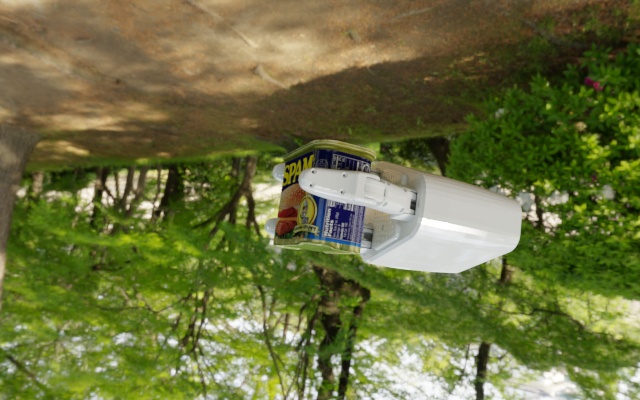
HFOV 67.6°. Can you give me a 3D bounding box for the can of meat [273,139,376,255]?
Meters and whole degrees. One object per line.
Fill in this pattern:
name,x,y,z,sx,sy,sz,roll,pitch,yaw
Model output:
can of meat,0.000,0.002,0.412,0.057,0.084,0.102,11,-9,-23
